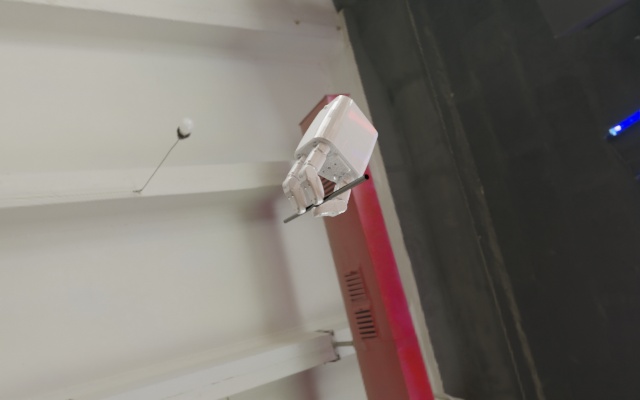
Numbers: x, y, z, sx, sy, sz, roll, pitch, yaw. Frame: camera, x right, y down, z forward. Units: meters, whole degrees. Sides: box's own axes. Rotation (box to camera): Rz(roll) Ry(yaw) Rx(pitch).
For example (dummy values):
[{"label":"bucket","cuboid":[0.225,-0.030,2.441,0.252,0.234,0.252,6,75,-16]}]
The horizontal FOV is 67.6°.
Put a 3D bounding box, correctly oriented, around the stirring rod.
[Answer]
[{"label":"stirring rod","cuboid":[0.000,0.002,0.729,0.011,0.011,0.239,0,-16,-32]}]
